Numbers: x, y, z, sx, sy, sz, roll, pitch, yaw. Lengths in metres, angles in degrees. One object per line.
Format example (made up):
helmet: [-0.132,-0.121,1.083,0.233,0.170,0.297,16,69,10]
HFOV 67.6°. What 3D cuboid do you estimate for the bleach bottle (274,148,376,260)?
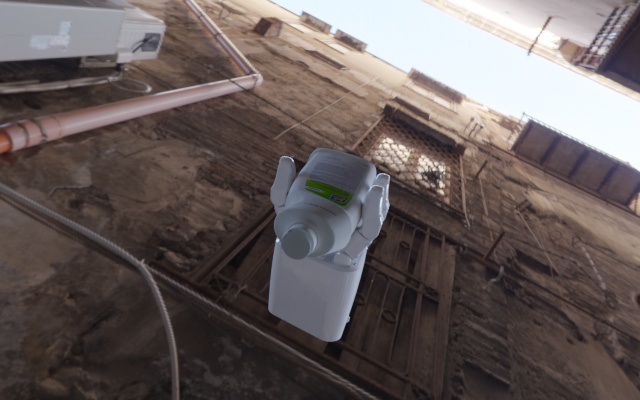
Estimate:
bleach bottle: [0.000,0.002,0.557,0.102,0.068,0.250,15,21,10]
